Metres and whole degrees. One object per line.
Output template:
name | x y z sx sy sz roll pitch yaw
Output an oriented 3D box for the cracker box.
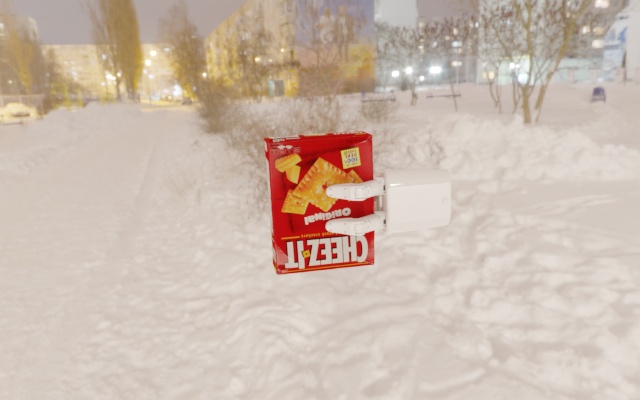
cracker box | 0.000 0.002 0.762 0.164 0.214 0.072 -5 14 -9
